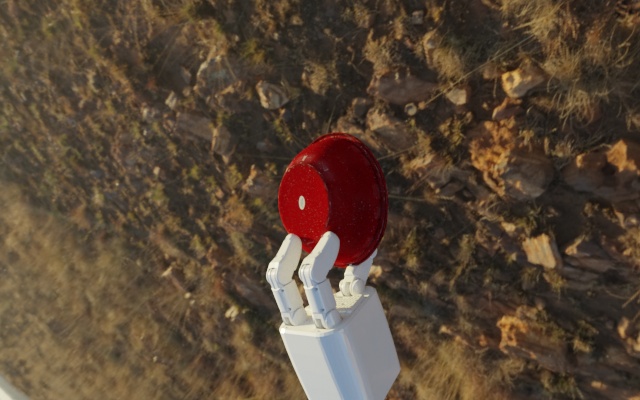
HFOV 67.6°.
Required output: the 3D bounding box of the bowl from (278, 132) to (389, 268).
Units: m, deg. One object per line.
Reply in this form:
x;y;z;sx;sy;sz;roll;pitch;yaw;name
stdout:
-0.001;0.001;0.552;0.055;0.162;0.162;-6;4;-41;bowl
